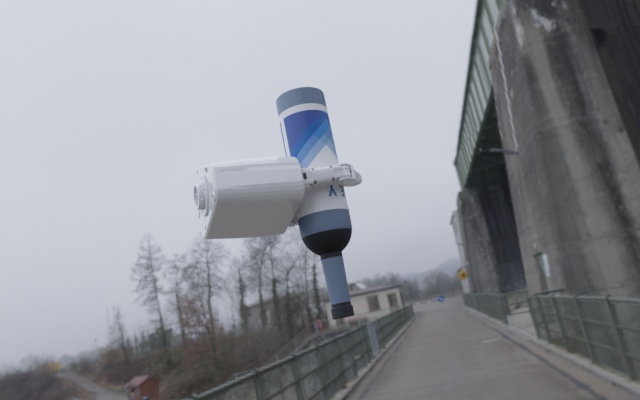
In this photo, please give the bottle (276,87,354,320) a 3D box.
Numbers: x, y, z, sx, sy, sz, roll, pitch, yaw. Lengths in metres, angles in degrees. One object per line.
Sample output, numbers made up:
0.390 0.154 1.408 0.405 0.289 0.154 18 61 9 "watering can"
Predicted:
0.000 0.002 0.614 0.069 0.295 0.069 -11 -13 -3 "bottle"
